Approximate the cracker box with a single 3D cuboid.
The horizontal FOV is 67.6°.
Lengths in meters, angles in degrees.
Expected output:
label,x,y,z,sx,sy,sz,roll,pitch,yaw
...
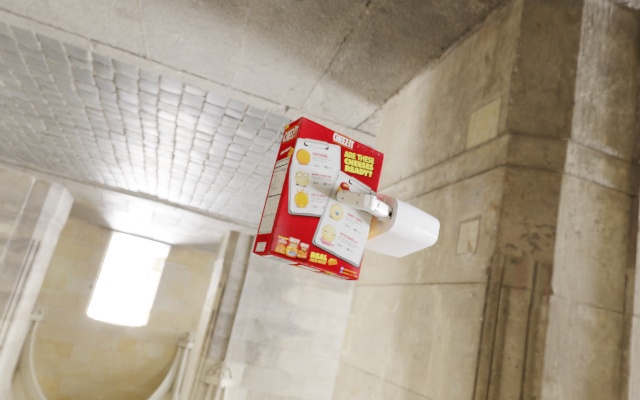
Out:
label,x,y,z,sx,sy,sz,roll,pitch,yaw
cracker box,0.000,0.003,0.748,0.164,0.213,0.072,20,-16,-28
